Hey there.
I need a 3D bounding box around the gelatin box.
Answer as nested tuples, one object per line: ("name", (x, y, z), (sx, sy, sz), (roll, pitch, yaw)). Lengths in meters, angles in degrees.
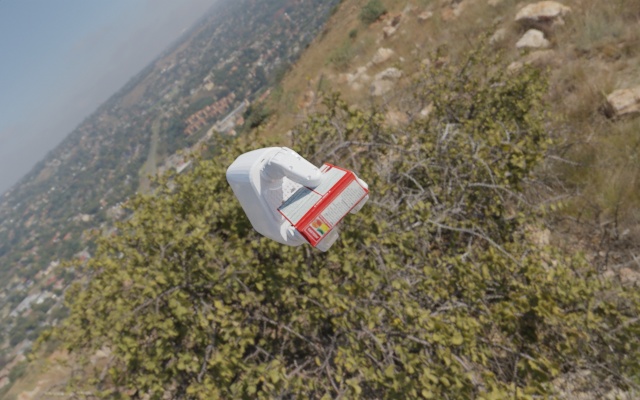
("gelatin box", (0.000, 0.001, 0.470), (0.030, 0.073, 0.089), (47, -5, -18))
